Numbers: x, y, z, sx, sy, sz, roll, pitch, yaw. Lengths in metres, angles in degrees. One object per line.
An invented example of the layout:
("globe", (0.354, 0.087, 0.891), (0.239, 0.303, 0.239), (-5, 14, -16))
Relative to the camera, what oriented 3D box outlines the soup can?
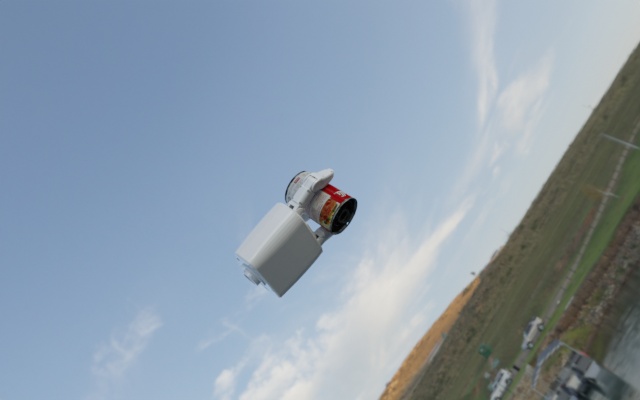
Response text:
("soup can", (0.000, 0.002, 0.783), (0.102, 0.068, 0.068), (31, 16, 27))
